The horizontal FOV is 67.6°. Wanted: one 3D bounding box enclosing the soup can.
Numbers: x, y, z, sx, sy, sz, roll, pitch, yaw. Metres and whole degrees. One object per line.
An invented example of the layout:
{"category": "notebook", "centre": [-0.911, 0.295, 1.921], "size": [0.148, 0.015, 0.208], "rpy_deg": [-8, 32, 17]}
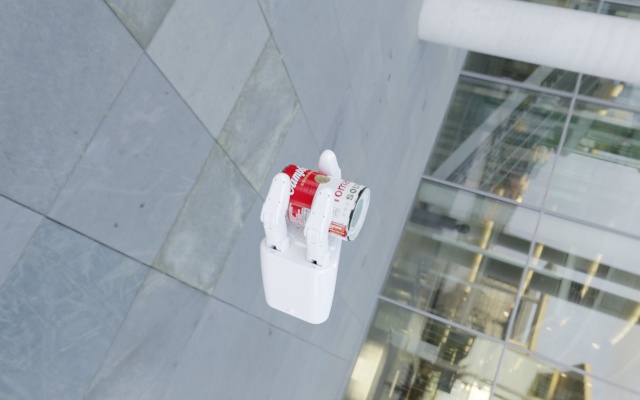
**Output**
{"category": "soup can", "centre": [0.000, 0.002, 0.571], "size": [0.102, 0.068, 0.068], "rpy_deg": [18, 5, 17]}
